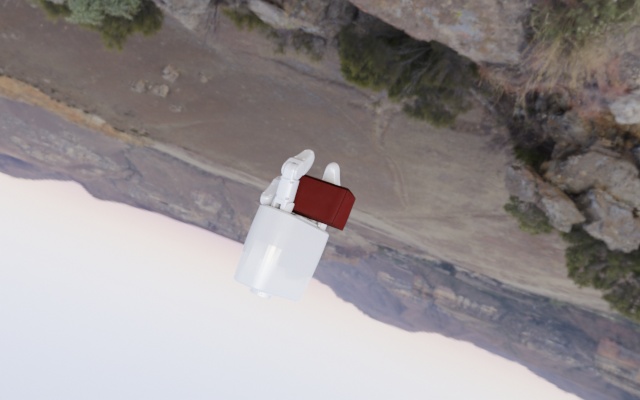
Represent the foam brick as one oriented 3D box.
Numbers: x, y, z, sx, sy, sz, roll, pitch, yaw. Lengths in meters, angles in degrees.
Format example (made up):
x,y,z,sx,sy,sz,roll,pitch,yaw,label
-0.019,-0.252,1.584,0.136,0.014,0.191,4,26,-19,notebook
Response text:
x,y,z,sx,sy,sz,roll,pitch,yaw,label
0.000,0.002,0.648,0.078,0.051,0.053,19,-9,22,foam brick
